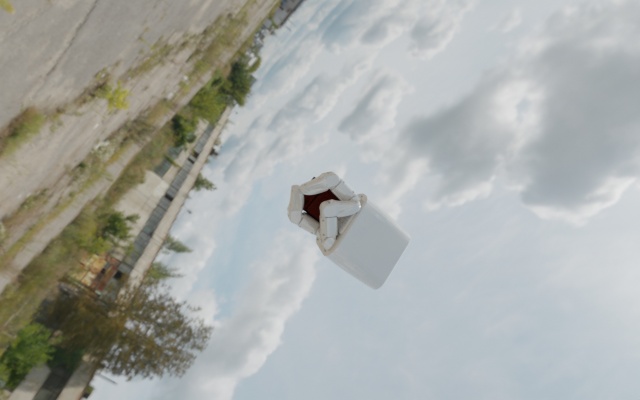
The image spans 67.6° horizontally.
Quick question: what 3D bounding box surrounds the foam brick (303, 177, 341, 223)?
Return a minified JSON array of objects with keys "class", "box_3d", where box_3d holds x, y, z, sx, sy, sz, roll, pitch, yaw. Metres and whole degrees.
[{"class":"foam brick","box_3d":[0.000,0.002,0.776,0.051,0.053,0.078,38,3,-18]}]
